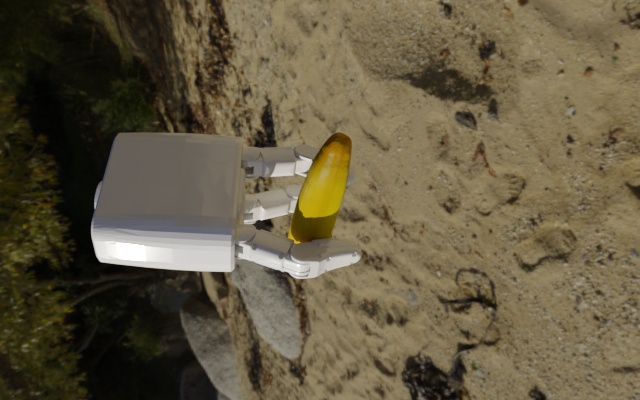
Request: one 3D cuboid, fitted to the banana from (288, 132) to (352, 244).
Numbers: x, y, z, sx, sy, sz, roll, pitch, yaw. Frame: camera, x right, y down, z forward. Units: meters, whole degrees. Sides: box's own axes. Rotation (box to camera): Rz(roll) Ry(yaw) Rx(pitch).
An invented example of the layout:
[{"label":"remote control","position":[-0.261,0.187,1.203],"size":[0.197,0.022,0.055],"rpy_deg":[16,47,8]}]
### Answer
[{"label":"banana","position":[-0.005,0.019,0.418],"size":[0.037,0.069,0.198],"rpy_deg":[17,-26,3]}]
